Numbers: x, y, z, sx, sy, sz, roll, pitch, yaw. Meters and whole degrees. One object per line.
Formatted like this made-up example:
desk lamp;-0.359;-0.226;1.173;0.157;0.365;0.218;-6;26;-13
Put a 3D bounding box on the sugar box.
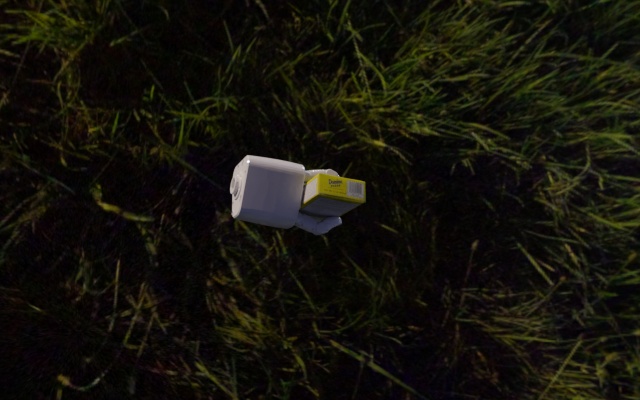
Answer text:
sugar box;0.000;0.002;0.880;0.093;0.048;0.176;11;-18;-24
